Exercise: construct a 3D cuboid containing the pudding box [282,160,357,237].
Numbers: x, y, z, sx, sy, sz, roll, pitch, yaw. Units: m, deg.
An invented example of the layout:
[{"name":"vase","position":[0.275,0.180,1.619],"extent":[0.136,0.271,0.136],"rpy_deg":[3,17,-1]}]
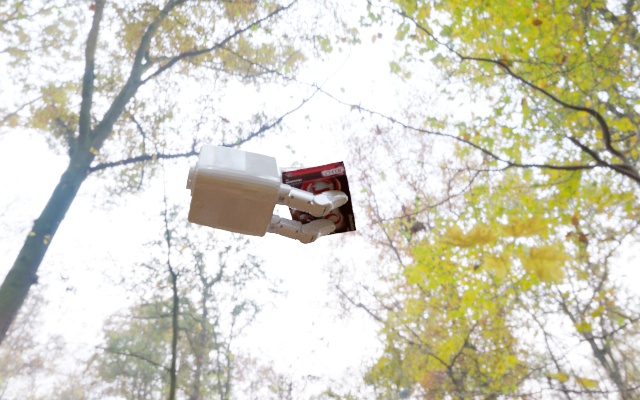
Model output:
[{"name":"pudding box","position":[0.000,0.002,0.682],"extent":[0.090,0.114,0.039],"rpy_deg":[-10,44,4]}]
